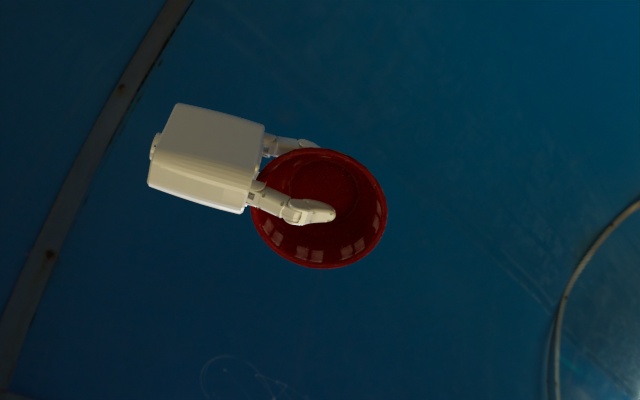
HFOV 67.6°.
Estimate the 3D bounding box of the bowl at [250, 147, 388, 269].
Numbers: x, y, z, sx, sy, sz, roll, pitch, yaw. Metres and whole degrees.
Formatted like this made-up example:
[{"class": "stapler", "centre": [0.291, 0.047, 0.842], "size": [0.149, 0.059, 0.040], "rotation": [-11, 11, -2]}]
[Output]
[{"class": "bowl", "centre": [0.001, 0.002, 0.576], "size": [0.162, 0.162, 0.055], "rotation": [0, 28, 9]}]
